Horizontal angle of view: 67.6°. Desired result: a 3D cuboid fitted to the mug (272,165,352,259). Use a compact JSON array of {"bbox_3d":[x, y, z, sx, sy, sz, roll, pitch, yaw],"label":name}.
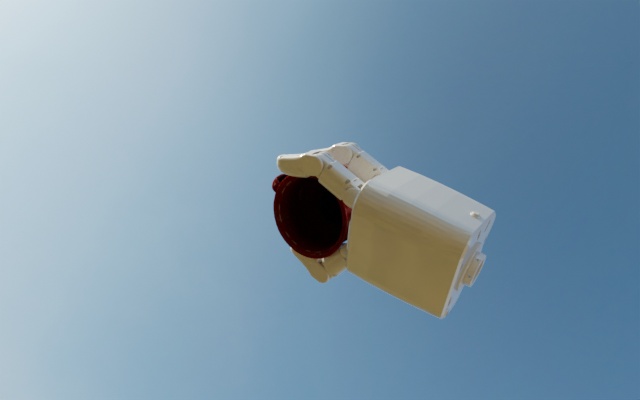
[{"bbox_3d":[-0.001,0.001,0.527,0.117,0.093,0.081,28,27,25],"label":"mug"}]
